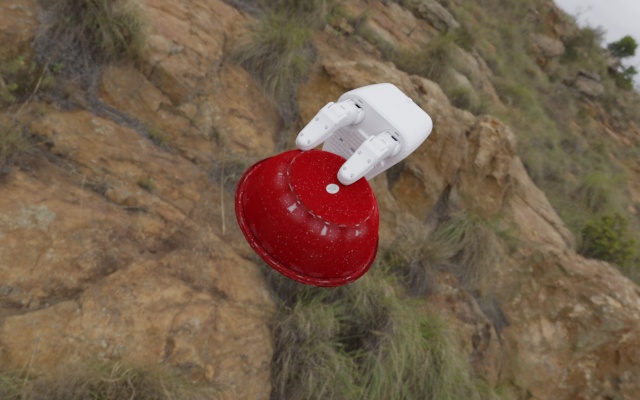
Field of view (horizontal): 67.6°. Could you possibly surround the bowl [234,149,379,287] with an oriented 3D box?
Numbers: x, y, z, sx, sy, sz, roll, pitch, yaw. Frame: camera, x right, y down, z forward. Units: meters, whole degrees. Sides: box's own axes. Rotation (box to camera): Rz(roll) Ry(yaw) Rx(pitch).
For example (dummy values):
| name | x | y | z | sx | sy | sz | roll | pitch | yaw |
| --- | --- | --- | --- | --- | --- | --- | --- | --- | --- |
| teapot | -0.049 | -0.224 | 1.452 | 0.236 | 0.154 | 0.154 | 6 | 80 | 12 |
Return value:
| name | x | y | z | sx | sy | sz | roll | pitch | yaw |
| --- | --- | --- | --- | --- | --- | --- | --- | --- | --- |
| bowl | 0.000 | 0.002 | 0.473 | 0.162 | 0.162 | 0.055 | 0 | -35 | -31 |
